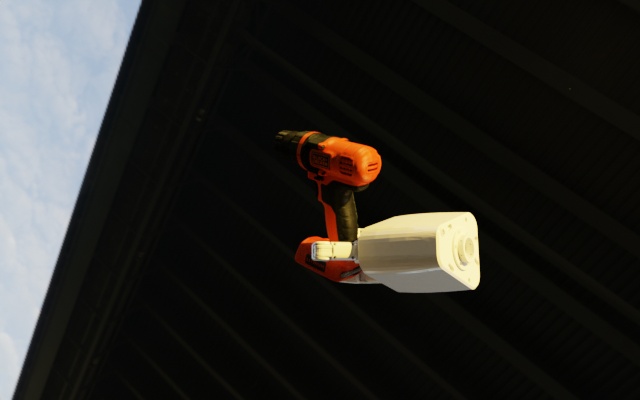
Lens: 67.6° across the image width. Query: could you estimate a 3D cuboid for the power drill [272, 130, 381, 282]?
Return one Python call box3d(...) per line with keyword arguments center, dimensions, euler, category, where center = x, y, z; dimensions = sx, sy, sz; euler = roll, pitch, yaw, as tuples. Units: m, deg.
box3d(center=(0.000, 0.003, 0.646), dimensions=(0.057, 0.188, 0.184), euler=(-18, 26, -37), category="power drill")
